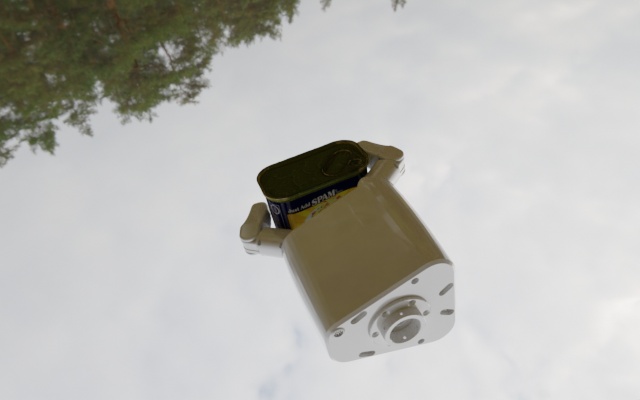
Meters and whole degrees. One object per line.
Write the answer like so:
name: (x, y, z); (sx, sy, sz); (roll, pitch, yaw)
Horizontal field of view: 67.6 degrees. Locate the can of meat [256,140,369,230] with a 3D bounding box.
can of meat: (0.000, 0.002, 0.458); (0.102, 0.084, 0.057); (-22, 39, -10)
